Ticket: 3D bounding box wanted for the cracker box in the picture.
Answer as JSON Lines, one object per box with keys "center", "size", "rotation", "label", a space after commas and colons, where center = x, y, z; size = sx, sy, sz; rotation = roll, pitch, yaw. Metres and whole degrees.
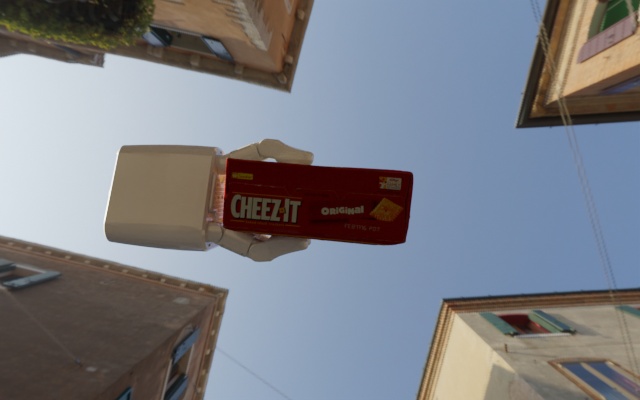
{"center": [0.000, 0.002, 0.515], "size": [0.164, 0.072, 0.213], "rotation": [4, 1, 2], "label": "cracker box"}
